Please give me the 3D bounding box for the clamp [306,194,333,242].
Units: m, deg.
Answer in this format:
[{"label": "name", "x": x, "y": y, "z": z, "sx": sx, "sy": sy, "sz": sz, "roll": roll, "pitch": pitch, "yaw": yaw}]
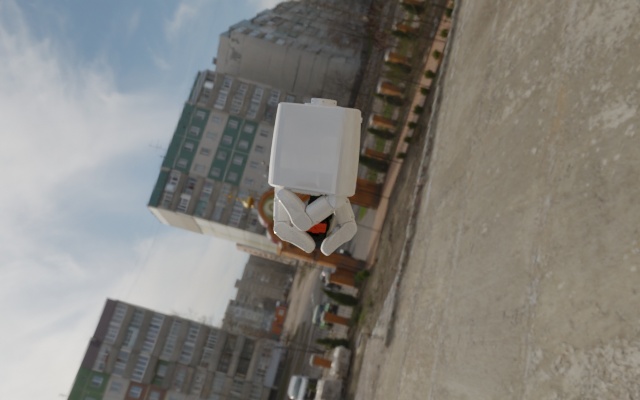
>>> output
[{"label": "clamp", "x": -0.001, "y": 0.002, "z": 0.697, "sx": 0.039, "sy": 0.120, "sz": 0.171, "roll": -3, "pitch": 7, "yaw": 2}]
